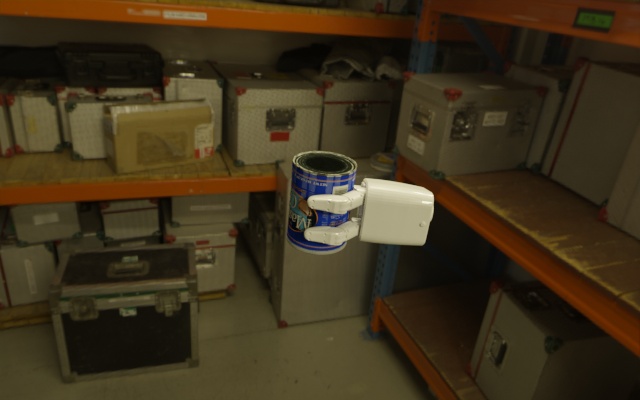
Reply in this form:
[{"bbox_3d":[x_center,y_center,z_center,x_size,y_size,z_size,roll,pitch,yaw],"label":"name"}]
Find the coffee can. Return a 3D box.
[{"bbox_3d":[0.000,0.003,0.778,0.103,0.140,0.102,5,25,-2],"label":"coffee can"}]
